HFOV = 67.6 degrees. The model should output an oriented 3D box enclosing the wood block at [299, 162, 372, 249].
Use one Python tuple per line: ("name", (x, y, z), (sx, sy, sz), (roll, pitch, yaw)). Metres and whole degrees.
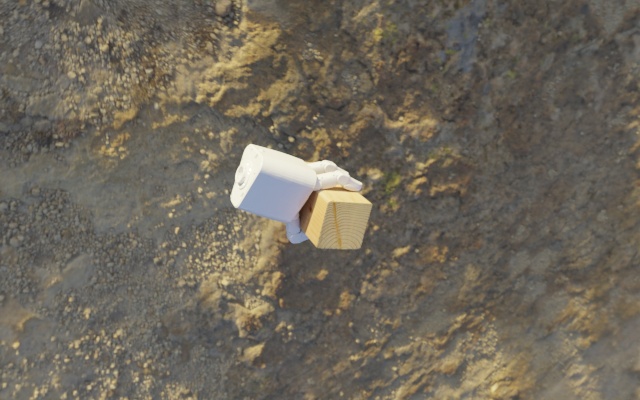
("wood block", (0.000, 0.003, 0.893), (0.090, 0.091, 0.206), (4, 22, -27))
